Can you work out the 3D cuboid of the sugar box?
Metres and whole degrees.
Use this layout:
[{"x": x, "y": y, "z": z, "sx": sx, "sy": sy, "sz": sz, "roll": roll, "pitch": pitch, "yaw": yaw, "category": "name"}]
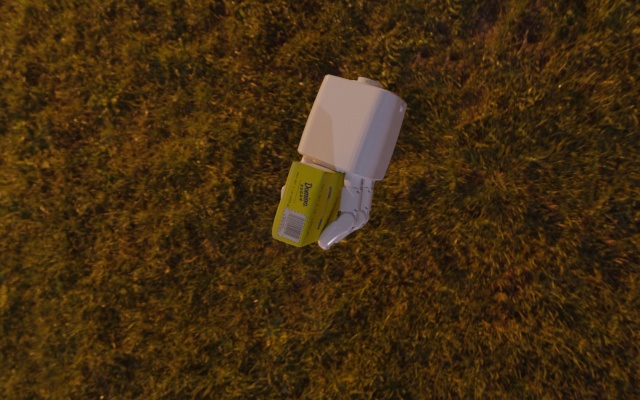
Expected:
[{"x": 0.001, "y": 0.002, "z": 0.617, "sx": 0.048, "sy": 0.093, "sz": 0.176, "roll": 21, "pitch": 9, "yaw": 18, "category": "sugar box"}]
